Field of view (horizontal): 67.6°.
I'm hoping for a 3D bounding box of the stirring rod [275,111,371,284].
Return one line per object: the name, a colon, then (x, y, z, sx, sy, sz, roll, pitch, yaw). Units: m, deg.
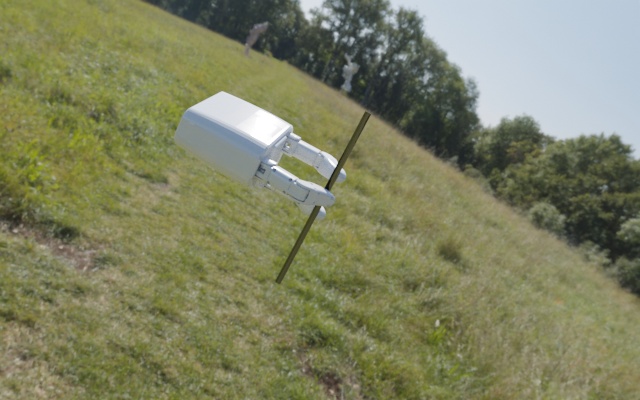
stirring rod: (0.000, 0.002, 0.579, 0.011, 0.239, 0.011, 26, 15, -8)
